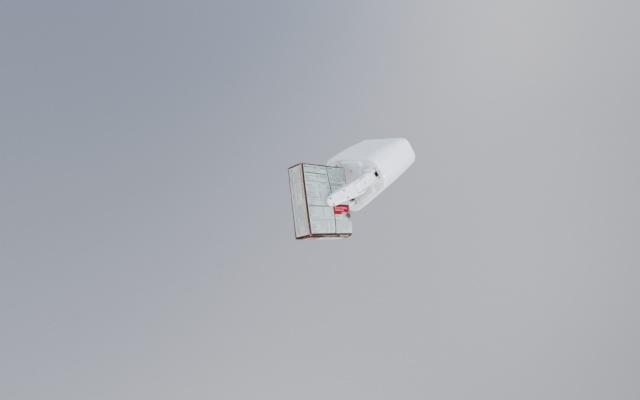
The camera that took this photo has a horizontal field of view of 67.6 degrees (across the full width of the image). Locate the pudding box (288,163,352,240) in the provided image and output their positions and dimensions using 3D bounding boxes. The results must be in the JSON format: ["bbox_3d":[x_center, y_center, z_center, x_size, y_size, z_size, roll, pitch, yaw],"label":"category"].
[{"bbox_3d":[0.000,0.002,0.728,0.090,0.113,0.039,3,-16,-41],"label":"pudding box"}]
